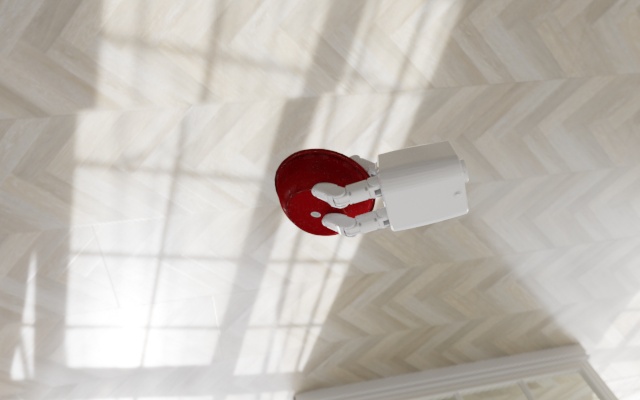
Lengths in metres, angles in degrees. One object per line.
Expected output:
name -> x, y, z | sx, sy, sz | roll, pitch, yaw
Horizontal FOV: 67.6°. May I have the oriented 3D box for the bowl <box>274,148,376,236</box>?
bowl -> -0.001, 0.003, 0.722 | 0.162, 0.162, 0.055 | 0, 40, 18
